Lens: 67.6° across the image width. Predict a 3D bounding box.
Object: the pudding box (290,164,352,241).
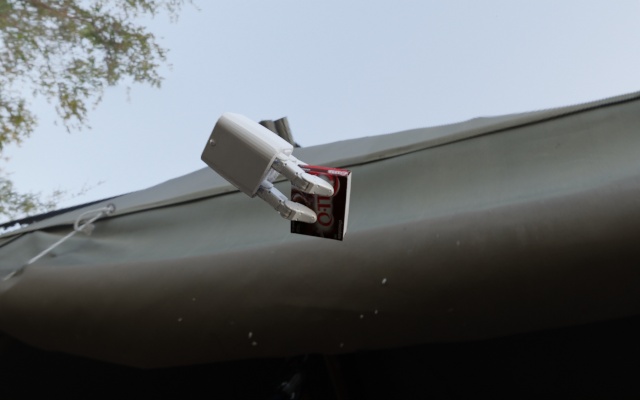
[{"bbox_3d":[0.000,0.002,0.764,0.090,0.113,0.039,8,24,14],"label":"pudding box"}]
